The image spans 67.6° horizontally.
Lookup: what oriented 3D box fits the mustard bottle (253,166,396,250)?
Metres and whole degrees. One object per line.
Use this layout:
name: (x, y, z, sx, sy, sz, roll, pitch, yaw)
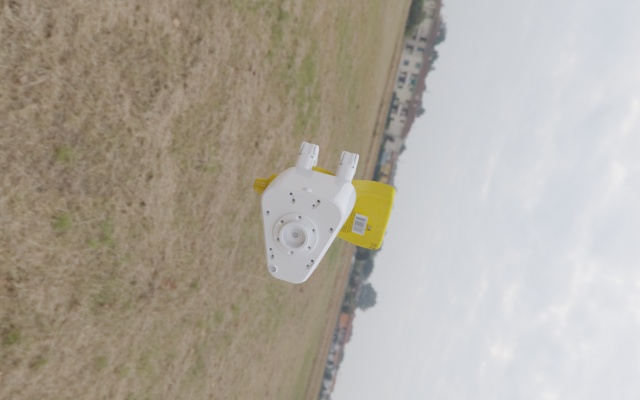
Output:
mustard bottle: (0.000, 0.002, 0.660, 0.191, 0.096, 0.058, 15, 39, 6)
